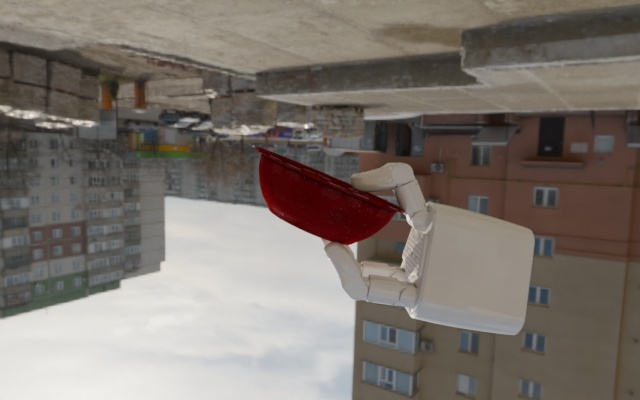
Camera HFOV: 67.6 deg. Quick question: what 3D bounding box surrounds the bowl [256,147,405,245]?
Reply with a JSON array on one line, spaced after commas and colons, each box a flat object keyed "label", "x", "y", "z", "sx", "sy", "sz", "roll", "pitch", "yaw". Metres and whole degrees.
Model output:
[{"label": "bowl", "x": -0.001, "y": 0.001, "z": 0.483, "sx": 0.162, "sy": 0.055, "sz": 0.162, "roll": 24, "pitch": 5, "yaw": -2}]
